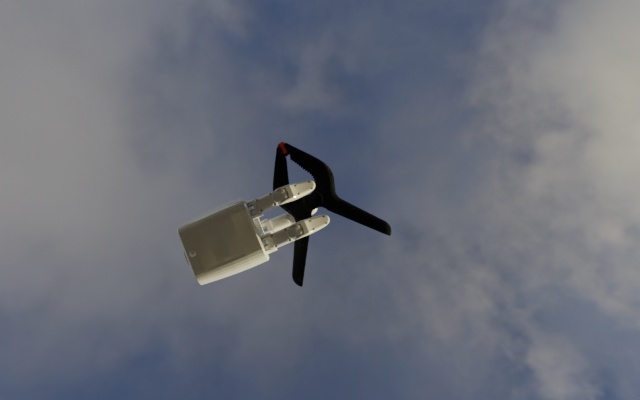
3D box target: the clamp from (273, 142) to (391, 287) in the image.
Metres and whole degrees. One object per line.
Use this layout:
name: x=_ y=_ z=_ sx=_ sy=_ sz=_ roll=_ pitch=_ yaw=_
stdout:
clamp: x=0.000 y=0.002 z=0.720 sx=0.164 sy=0.210 sz=0.036 roll=-22 pitch=-6 yaw=-6
